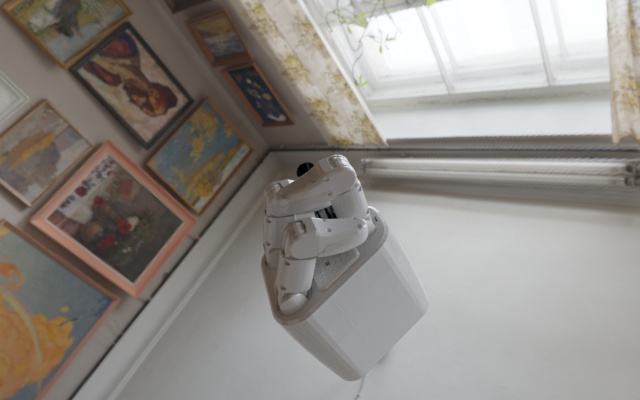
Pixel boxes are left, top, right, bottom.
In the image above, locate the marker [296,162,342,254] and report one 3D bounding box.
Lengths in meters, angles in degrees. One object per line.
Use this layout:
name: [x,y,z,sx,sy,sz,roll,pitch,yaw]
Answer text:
marker: [0.000,0.001,0.404,0.020,0.020,0.121,0,32,-17]
